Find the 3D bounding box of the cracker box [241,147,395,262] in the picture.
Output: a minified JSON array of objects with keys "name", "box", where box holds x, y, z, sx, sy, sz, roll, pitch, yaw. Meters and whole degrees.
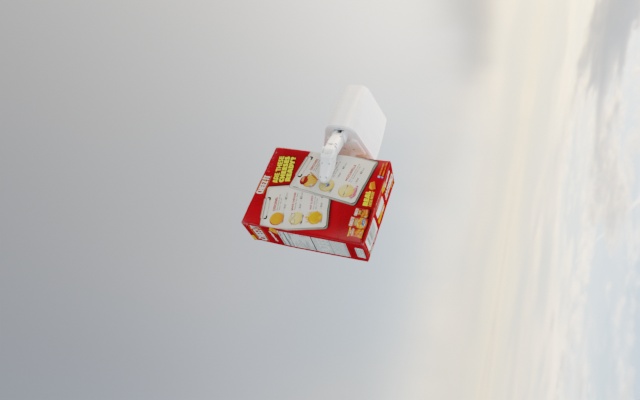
[{"name":"cracker box","box":[0.000,0.003,0.804,0.213,0.164,0.072,9,-31,22]}]
